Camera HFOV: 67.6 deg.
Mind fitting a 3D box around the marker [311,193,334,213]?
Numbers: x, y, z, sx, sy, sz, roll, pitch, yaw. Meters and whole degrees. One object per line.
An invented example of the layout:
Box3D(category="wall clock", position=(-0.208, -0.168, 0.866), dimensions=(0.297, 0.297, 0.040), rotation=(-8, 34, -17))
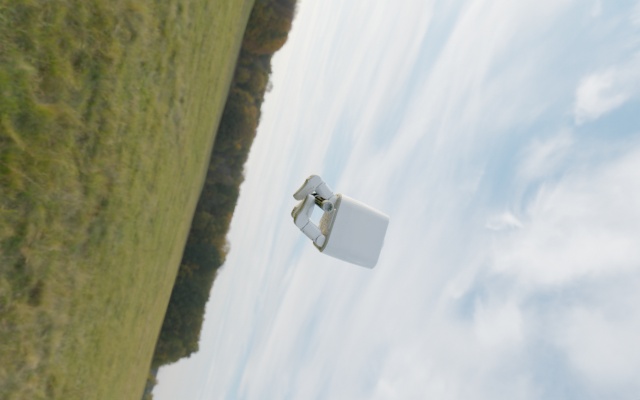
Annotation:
Box3D(category="marker", position=(0.000, 0.003, 0.820), dimensions=(0.020, 0.020, 0.121), rotation=(0, 7, -12))
